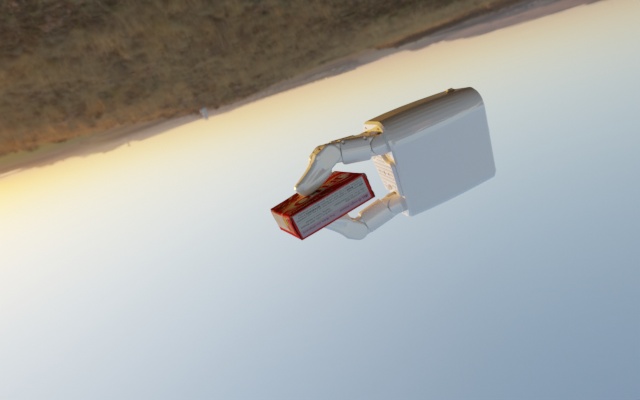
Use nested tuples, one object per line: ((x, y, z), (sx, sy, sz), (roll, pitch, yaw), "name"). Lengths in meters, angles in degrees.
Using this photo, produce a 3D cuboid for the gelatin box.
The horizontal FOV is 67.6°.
((0.000, 0.002, 0.485), (0.089, 0.030, 0.073), (-31, 15, -15), "gelatin box")
